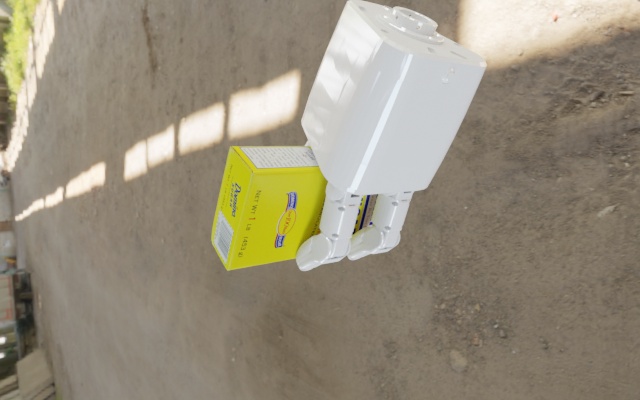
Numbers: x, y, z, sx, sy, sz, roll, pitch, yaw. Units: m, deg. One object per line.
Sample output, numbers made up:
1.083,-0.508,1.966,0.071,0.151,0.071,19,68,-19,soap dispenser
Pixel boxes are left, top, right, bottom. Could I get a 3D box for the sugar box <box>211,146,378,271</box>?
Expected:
0.000,0.002,0.412,0.176,0.093,0.048,-4,38,-35,sugar box
